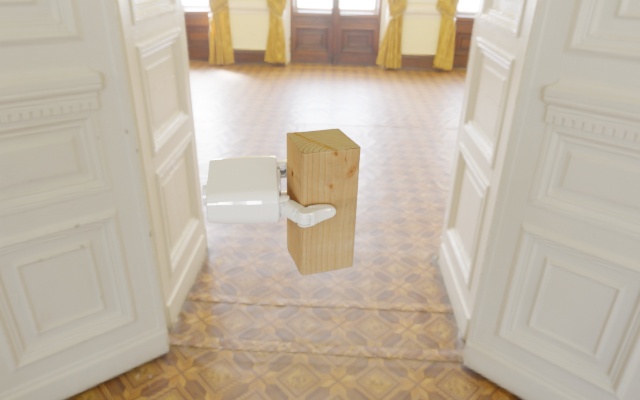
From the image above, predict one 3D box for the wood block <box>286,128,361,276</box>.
[{"bbox_3d":[0.000,0.003,0.749,0.090,0.206,0.090,-8,29,-17],"label":"wood block"}]
